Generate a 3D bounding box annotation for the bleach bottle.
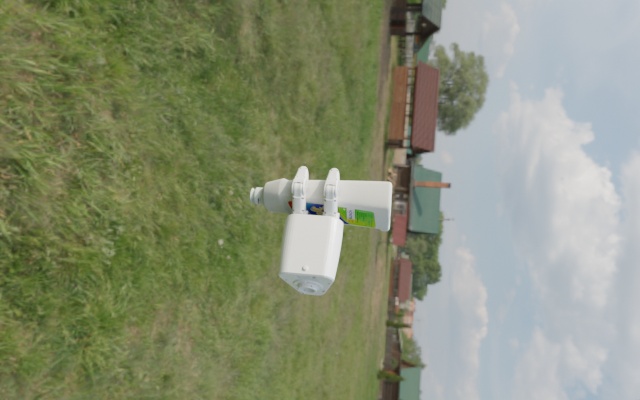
[{"bbox_3d":[0.000,0.003,0.858,0.251,0.068,0.103,4,-28,9],"label":"bleach bottle"}]
